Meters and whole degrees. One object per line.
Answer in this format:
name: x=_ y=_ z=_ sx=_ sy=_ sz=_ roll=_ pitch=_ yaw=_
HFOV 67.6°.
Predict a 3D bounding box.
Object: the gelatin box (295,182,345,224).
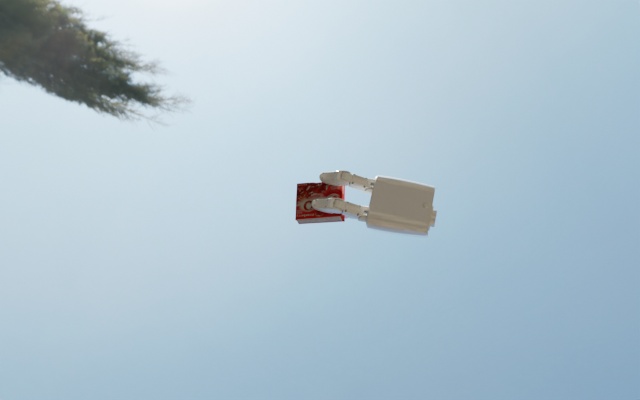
gelatin box: x=0.000 y=0.003 z=0.875 sx=0.089 sy=0.073 sz=0.030 roll=-4 pitch=-24 yaw=12
